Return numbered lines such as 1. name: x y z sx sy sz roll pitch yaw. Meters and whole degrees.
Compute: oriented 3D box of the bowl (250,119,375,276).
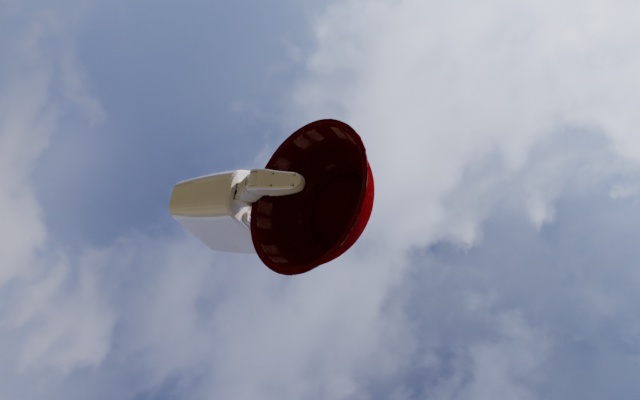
1. bowl: 0.001 0.002 0.485 0.055 0.162 0.162 25 -17 -41
